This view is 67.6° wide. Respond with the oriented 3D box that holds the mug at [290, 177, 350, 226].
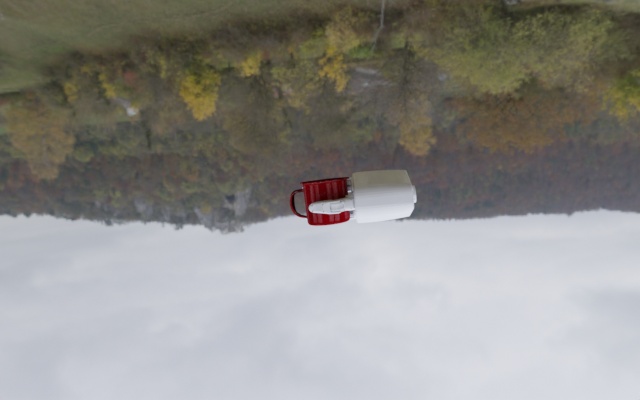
[{"bbox_3d":[-0.001,0.003,0.895,0.117,0.081,0.093,-6,5,6],"label":"mug"}]
